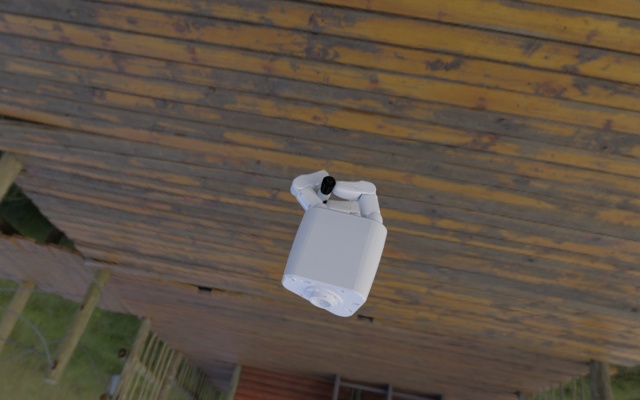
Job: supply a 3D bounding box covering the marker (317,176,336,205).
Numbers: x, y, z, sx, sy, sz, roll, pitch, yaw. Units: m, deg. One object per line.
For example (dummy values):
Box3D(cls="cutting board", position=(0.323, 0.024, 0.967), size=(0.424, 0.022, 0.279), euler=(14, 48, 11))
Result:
Box3D(cls="marker", position=(0.000, 0.002, 0.681), size=(0.020, 0.020, 0.121), euler=(0, -30, -14))
